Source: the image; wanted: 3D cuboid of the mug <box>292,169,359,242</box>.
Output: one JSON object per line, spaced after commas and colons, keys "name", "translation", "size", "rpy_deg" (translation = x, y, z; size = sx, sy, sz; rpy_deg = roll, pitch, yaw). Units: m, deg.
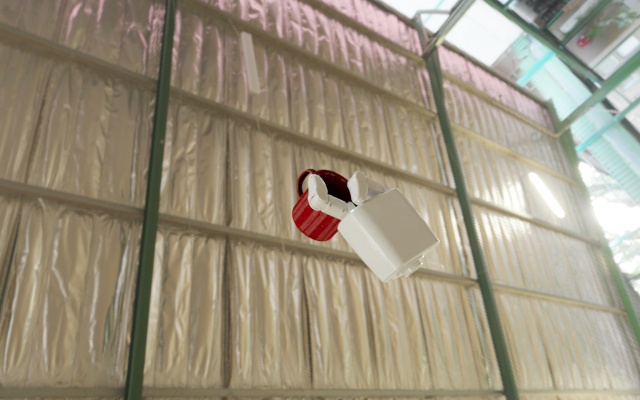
{"name": "mug", "translation": [-0.001, 0.002, 0.764], "size": [0.093, 0.117, 0.081], "rpy_deg": [-12, -32, -51]}
